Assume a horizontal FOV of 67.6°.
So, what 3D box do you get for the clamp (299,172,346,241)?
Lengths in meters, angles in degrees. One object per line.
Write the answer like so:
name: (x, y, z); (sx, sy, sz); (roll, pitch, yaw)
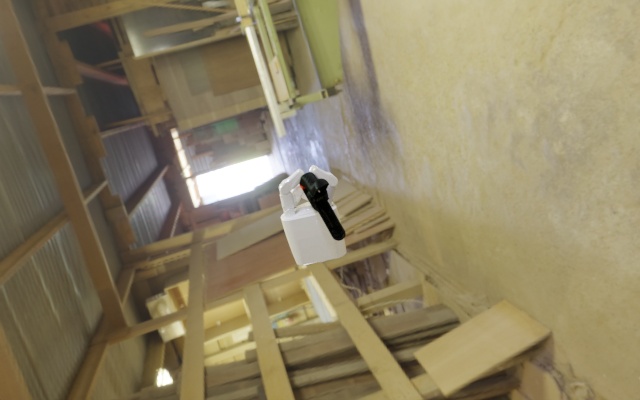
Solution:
clamp: (-0.001, 0.003, 0.879); (0.039, 0.120, 0.171); (-18, 17, -8)
